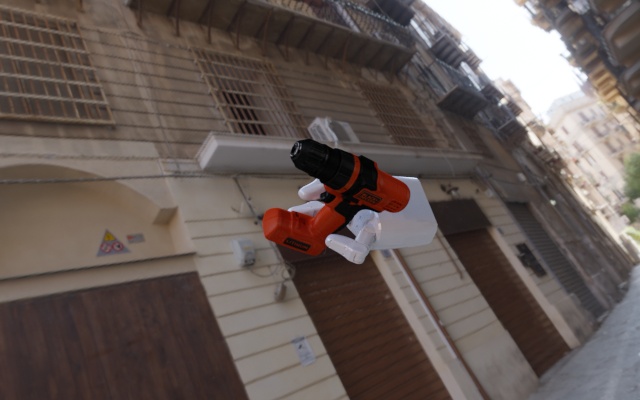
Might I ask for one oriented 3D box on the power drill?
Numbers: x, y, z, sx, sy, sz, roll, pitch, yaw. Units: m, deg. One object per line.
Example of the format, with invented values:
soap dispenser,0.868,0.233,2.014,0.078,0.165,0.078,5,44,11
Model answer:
power drill,0.000,0.002,0.653,0.184,0.057,0.188,24,-41,-29
